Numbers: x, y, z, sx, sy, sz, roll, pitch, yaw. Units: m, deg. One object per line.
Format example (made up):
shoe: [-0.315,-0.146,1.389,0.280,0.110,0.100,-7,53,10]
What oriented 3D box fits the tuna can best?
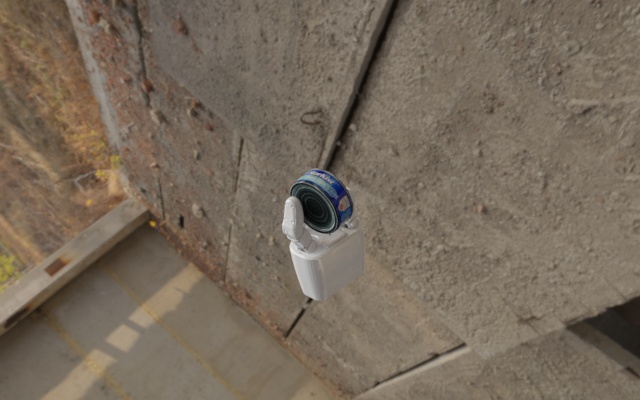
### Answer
tuna can: [0.000,0.002,0.638,0.086,0.086,0.033,0,32,48]
